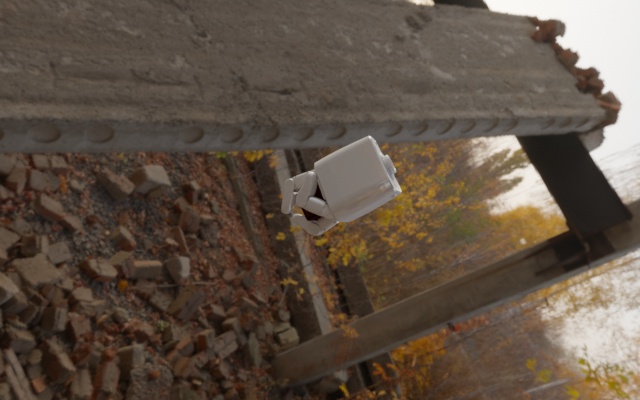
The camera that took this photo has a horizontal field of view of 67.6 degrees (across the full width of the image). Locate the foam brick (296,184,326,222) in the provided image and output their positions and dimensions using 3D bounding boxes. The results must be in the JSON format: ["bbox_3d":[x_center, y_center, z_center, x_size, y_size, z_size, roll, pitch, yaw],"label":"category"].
[{"bbox_3d":[0.000,0.003,0.839,0.051,0.053,0.078,-28,-11,15],"label":"foam brick"}]
